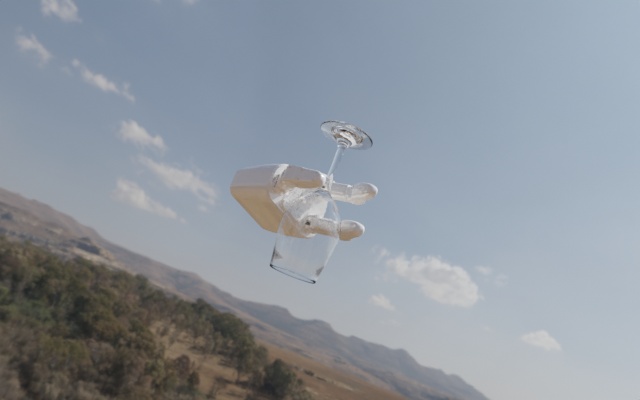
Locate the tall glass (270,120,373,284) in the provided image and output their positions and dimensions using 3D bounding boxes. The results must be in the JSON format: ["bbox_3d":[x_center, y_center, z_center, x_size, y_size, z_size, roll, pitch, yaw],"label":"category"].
[{"bbox_3d":[0.000,0.001,0.614,0.079,0.201,0.079,20,-15,6],"label":"tall glass"}]
